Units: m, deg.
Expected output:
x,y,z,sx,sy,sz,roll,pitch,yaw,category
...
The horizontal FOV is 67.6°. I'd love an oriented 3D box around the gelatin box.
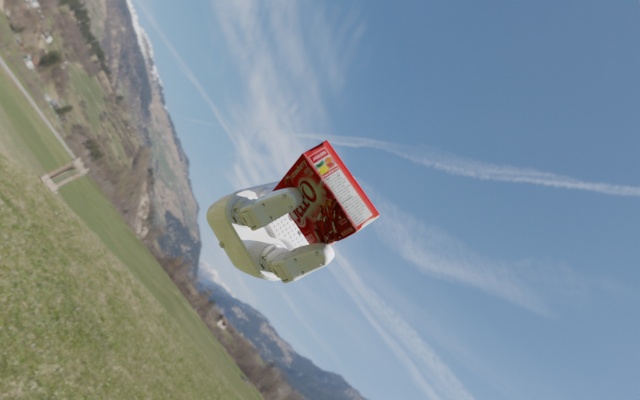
x,y,z,sx,sy,sz,roll,pitch,yaw,category
0.001,0.001,0.402,0.030,0.073,0.089,-33,-3,-28,gelatin box
